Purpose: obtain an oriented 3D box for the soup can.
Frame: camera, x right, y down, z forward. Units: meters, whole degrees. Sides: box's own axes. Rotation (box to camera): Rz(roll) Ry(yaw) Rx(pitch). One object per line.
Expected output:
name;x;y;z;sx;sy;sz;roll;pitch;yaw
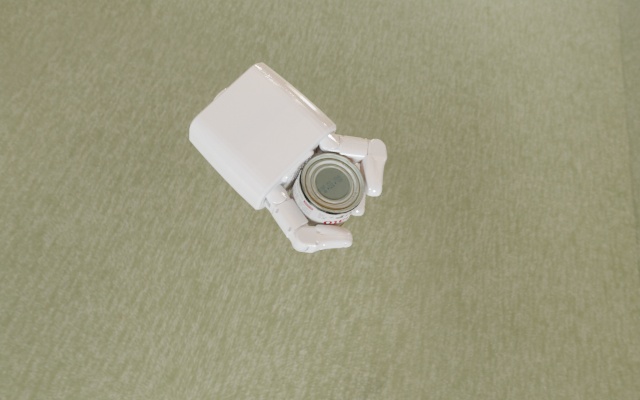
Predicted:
soup can;0.000;0.002;0.506;0.068;0.068;0.102;0;-23;-16
